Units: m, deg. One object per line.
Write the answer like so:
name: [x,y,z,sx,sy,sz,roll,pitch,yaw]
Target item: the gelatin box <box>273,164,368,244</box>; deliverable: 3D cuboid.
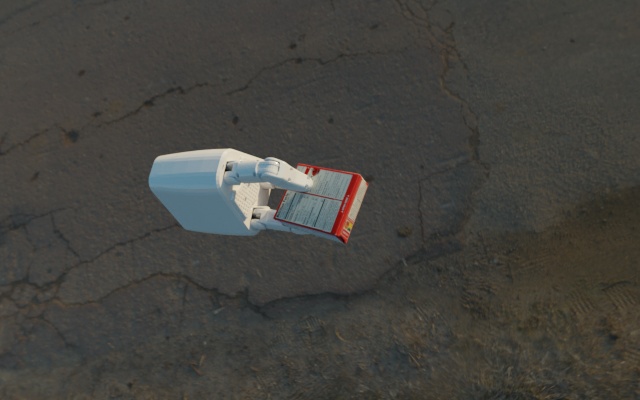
gelatin box: [0.000,0.002,0.537,0.089,0.073,0.030,12,-17,34]
